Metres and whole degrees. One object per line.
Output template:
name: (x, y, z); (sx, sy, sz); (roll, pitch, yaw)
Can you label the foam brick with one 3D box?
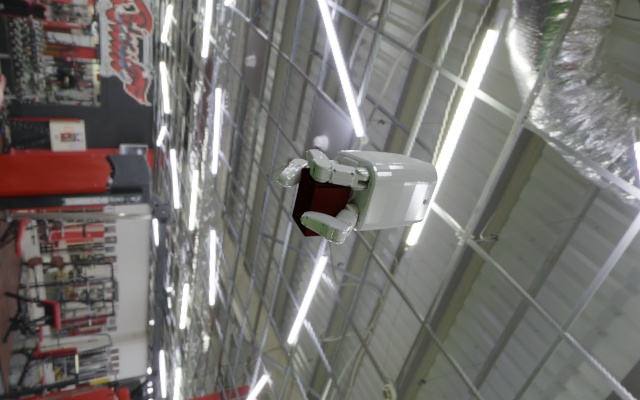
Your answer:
foam brick: (0.000, 0.002, 0.632); (0.051, 0.078, 0.053); (-2, 33, -25)
